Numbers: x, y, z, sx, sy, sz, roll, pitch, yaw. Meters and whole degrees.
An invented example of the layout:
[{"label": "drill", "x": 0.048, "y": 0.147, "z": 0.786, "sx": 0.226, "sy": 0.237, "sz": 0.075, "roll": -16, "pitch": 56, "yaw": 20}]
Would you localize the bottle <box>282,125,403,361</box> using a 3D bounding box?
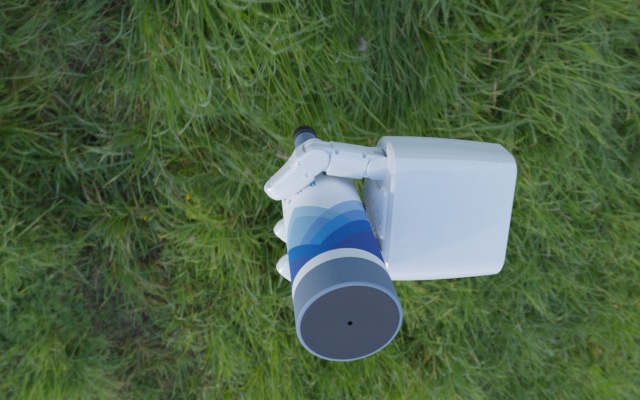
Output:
[{"label": "bottle", "x": 0.000, "y": 0.001, "z": 0.417, "sx": 0.069, "sy": 0.069, "sz": 0.295, "roll": 0, "pitch": 30, "yaw": -8}]
